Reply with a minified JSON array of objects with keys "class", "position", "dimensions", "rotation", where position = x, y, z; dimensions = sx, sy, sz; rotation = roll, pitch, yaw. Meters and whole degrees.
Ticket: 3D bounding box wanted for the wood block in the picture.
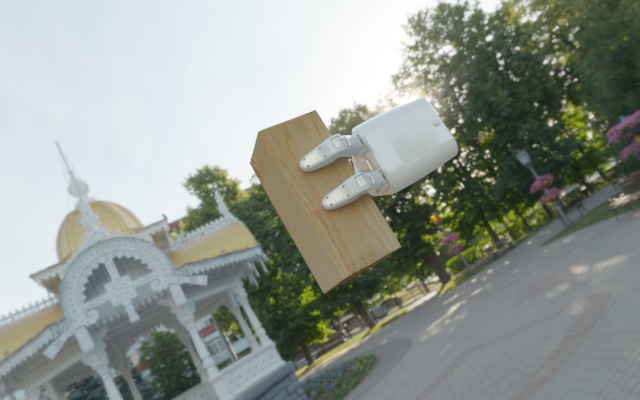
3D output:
[{"class":"wood block","position":[0.000,0.002,0.615],"dimensions":[0.090,0.206,0.091],"rotation":[-25,-14,-23]}]
